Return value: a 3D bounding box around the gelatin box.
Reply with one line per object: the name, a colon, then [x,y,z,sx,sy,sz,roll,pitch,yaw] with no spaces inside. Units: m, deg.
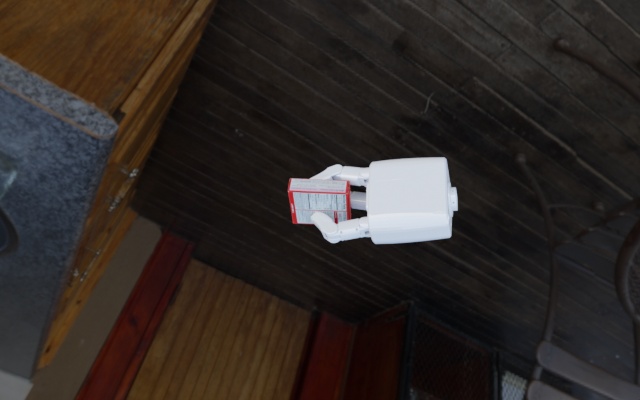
gelatin box: [0.000,0.003,0.705,0.089,0.030,0.073,2,-41,7]
